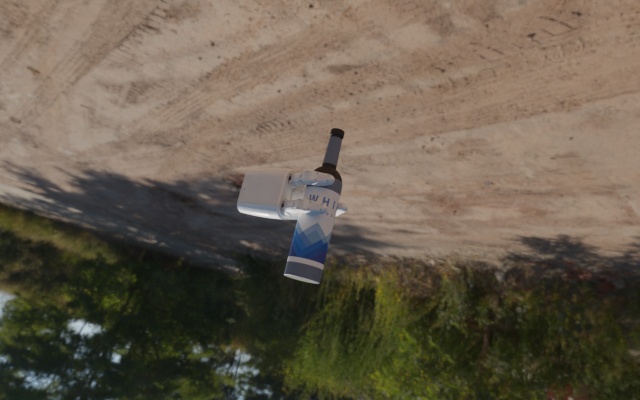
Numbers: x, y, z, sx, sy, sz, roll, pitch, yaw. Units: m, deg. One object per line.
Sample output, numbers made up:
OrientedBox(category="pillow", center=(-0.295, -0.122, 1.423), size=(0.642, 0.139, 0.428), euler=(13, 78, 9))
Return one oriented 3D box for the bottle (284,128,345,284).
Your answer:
OrientedBox(category="bottle", center=(0.000, 0.003, 0.892), size=(0.069, 0.295, 0.069), euler=(13, -15, 3))
